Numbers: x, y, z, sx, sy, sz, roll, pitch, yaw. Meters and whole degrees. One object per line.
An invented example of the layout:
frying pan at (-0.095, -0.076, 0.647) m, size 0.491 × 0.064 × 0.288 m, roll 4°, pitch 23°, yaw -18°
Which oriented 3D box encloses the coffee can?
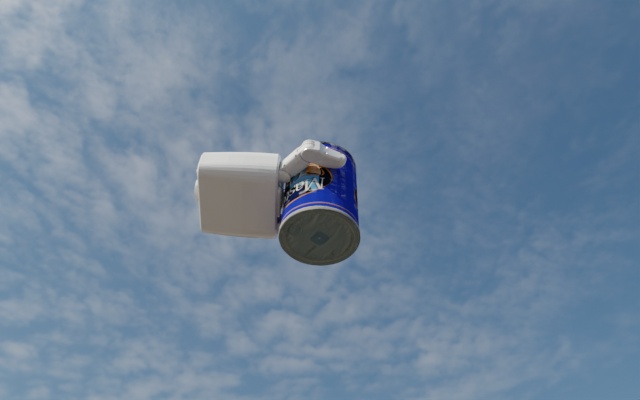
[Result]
coffee can at (0.000, 0.002, 0.647) m, size 0.103 × 0.103 × 0.140 m, roll 0°, pitch 42°, yaw 2°
